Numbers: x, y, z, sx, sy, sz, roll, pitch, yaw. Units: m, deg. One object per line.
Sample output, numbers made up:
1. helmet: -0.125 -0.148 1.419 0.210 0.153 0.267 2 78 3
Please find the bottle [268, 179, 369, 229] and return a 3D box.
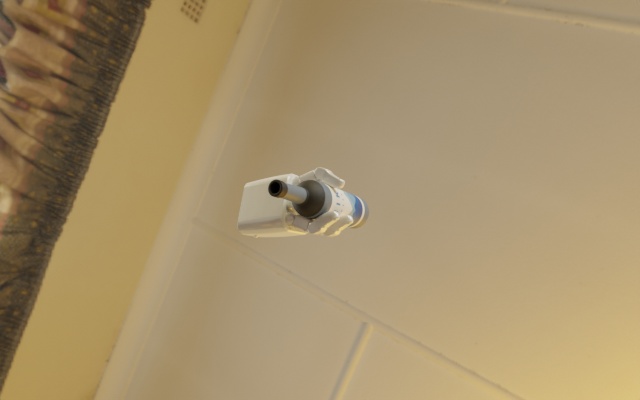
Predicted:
1. bottle: 0.000 0.003 0.856 0.069 0.069 0.296 0 -9 29
